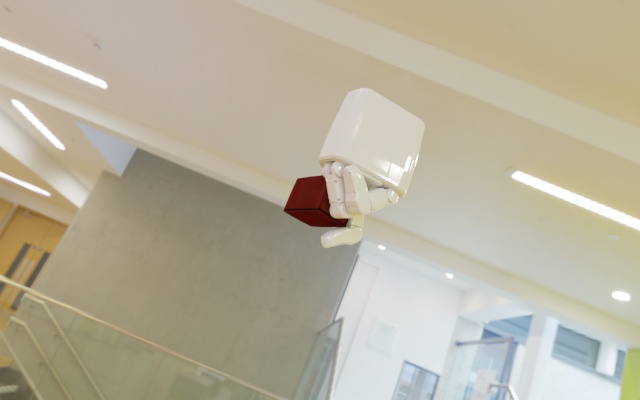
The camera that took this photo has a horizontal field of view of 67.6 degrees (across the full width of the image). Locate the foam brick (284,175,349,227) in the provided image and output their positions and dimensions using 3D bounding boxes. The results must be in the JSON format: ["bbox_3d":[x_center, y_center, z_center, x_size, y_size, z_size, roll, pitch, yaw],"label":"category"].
[{"bbox_3d":[0.000,0.002,0.632,0.053,0.051,0.078,32,-21,-34],"label":"foam brick"}]
